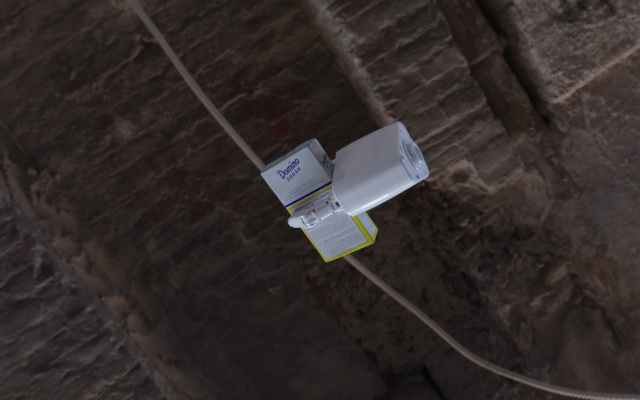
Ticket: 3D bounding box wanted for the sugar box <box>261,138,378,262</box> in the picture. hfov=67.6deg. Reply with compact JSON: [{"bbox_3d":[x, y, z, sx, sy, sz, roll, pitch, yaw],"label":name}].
[{"bbox_3d":[0.000,0.002,0.717,0.093,0.176,0.048,-27,15,27],"label":"sugar box"}]
